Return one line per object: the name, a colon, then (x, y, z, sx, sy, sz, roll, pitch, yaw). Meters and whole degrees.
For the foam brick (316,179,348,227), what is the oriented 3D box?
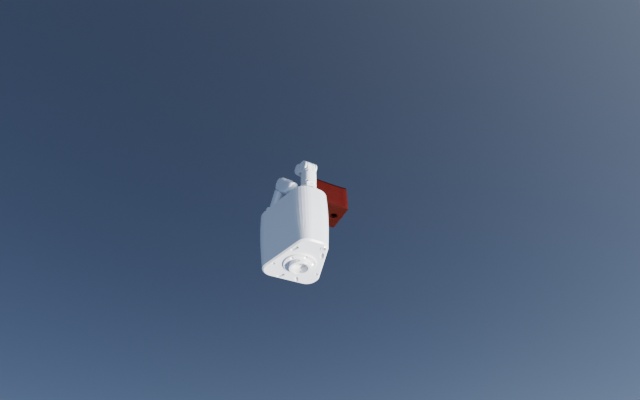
foam brick: (0.000, 0.003, 0.802, 0.078, 0.051, 0.053, 18, -49, -22)
